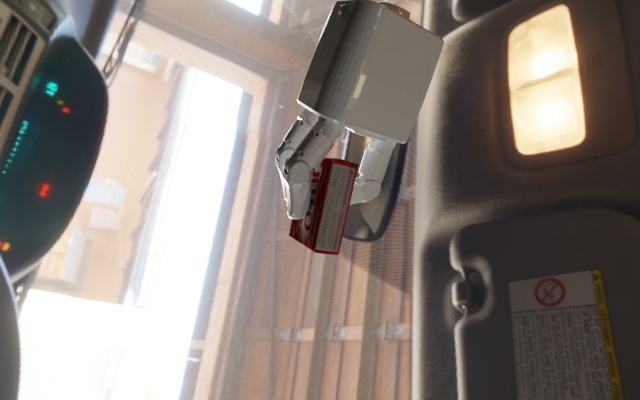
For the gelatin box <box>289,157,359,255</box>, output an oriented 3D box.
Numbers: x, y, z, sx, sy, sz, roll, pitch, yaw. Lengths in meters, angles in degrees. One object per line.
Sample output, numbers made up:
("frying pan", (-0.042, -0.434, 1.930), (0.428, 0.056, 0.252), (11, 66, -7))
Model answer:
("gelatin box", (0.000, 0.002, 0.468), (0.030, 0.089, 0.073), (10, 4, -23))
